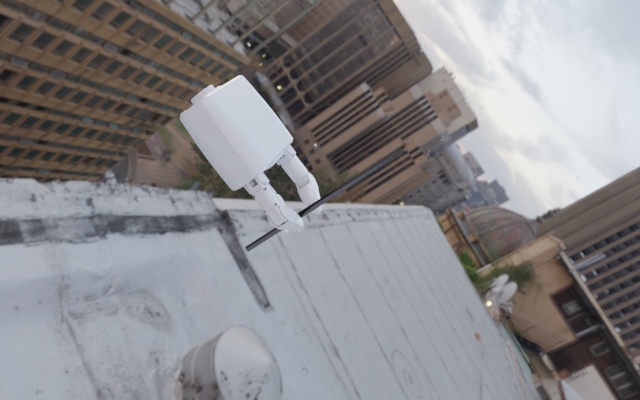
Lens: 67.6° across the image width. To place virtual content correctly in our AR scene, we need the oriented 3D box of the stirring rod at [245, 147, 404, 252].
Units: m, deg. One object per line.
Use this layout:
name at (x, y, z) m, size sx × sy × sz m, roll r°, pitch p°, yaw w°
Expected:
stirring rod at (0.000, 0.002, 0.599) m, size 0.239 × 0.011 × 0.011 m, roll -33°, pitch -10°, yaw 16°
